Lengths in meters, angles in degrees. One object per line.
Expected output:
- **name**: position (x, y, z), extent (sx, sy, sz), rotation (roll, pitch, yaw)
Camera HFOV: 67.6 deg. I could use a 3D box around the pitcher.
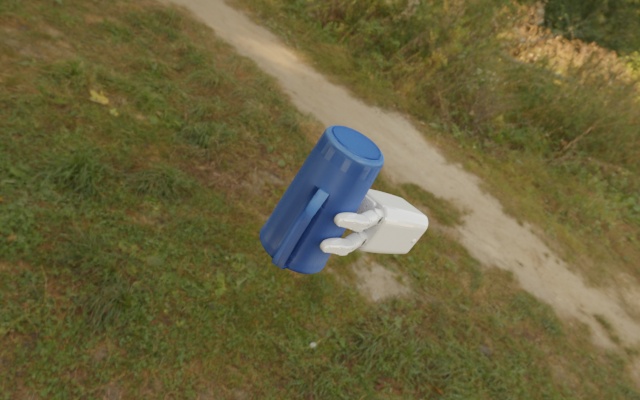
- **pitcher**: position (0.000, 0.003, 0.801), extent (0.145, 0.243, 0.149), rotation (10, 35, -34)
